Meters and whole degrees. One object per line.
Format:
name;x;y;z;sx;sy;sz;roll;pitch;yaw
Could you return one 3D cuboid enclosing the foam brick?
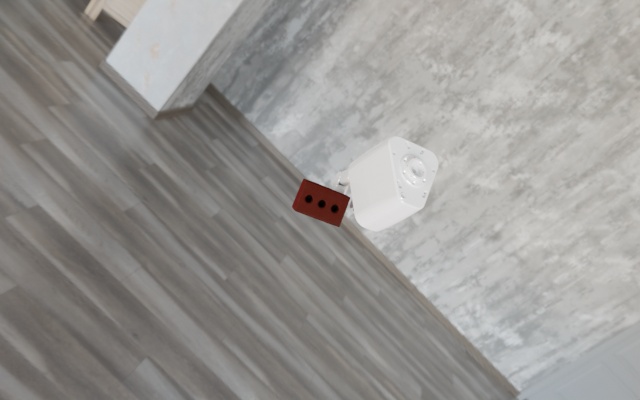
foam brick;0.000;0.003;0.769;0.078;0.053;0.051;20;4;-8
